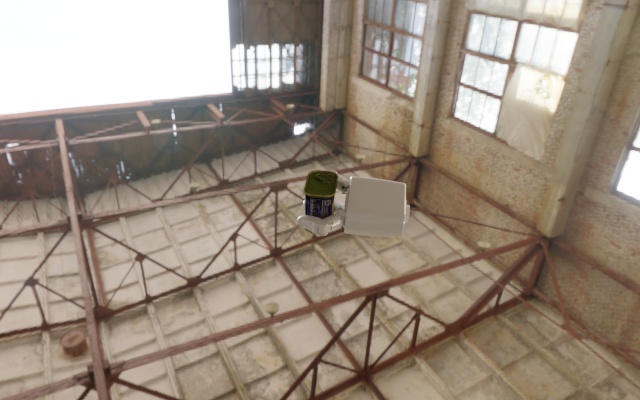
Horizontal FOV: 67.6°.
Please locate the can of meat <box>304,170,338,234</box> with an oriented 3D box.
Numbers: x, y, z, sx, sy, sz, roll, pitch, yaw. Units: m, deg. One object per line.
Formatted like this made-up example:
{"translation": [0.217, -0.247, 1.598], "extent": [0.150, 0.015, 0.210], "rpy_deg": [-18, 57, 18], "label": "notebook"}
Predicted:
{"translation": [0.000, 0.003, 0.889], "extent": [0.057, 0.084, 0.102], "rpy_deg": [4, 29, 3], "label": "can of meat"}
